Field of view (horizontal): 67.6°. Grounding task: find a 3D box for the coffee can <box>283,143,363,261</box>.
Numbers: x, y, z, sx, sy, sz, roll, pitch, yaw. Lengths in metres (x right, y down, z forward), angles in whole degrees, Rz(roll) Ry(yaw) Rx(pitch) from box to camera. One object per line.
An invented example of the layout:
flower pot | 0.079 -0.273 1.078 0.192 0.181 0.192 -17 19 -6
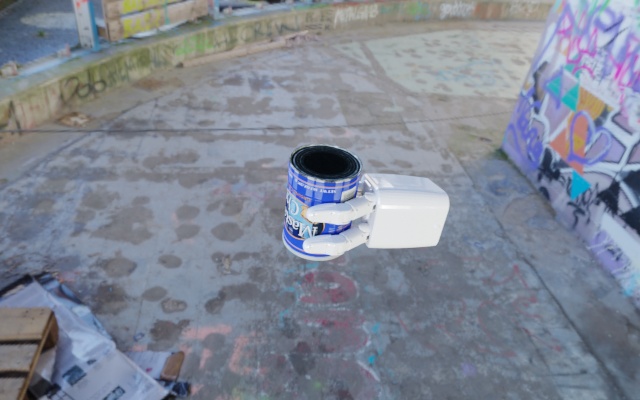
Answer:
coffee can | 0.000 0.002 0.698 0.103 0.140 0.102 5 35 -4
